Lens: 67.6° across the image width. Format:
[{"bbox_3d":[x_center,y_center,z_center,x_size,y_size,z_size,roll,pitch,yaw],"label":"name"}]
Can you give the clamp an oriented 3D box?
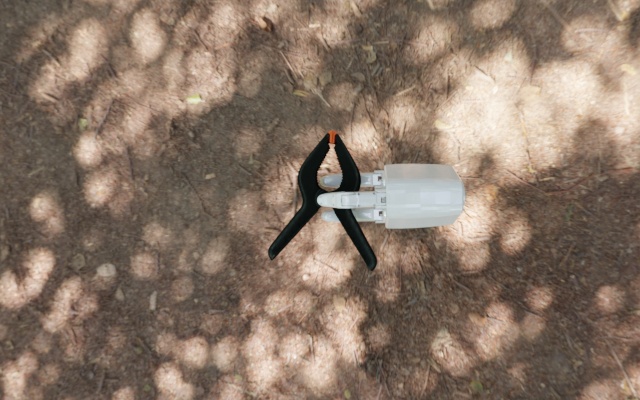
[{"bbox_3d":[0.000,0.002,0.715,0.164,0.210,0.036,-1,2,4],"label":"clamp"}]
